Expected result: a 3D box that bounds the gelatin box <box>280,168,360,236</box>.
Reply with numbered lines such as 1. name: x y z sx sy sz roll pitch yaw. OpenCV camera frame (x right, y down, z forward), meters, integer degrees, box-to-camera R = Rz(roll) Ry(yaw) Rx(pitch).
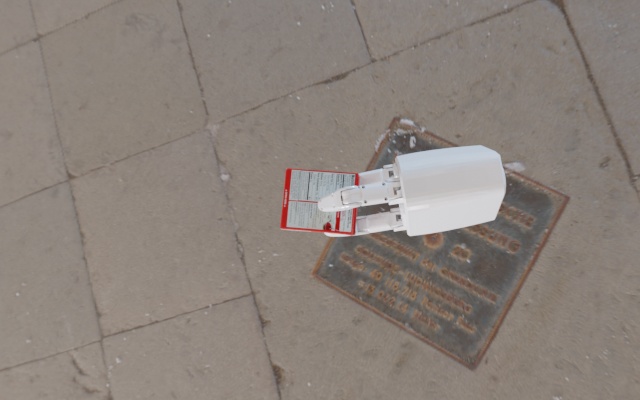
1. gelatin box: 0.000 0.002 0.569 0.089 0.073 0.030 4 -5 6
